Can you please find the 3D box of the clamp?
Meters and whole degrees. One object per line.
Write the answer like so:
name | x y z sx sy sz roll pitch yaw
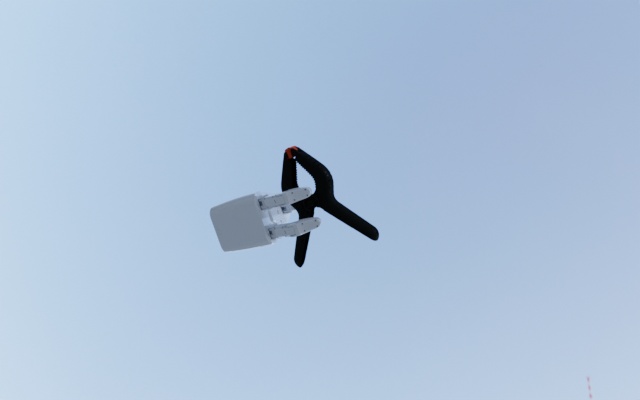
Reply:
clamp | 0.000 0.002 0.818 0.164 0.210 0.036 -15 8 21
